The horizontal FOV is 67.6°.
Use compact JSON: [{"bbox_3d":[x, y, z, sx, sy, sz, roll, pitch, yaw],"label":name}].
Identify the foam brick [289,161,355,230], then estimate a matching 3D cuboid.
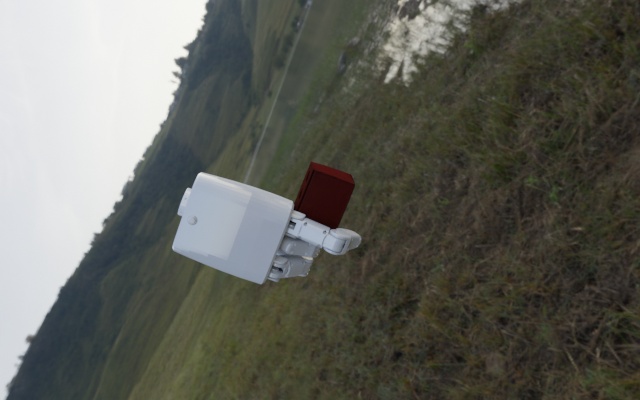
[{"bbox_3d":[0.000,0.002,0.546,0.051,0.078,0.053,21,12,-8],"label":"foam brick"}]
